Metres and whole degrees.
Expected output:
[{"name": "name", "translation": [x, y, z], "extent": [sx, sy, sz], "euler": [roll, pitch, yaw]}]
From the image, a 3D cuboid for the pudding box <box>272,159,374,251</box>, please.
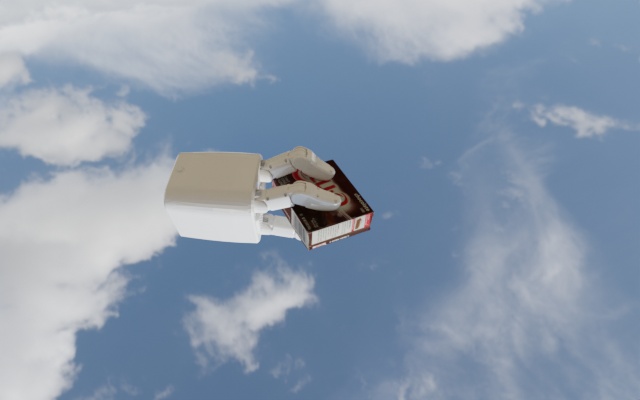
[{"name": "pudding box", "translation": [0.000, 0.002, 0.602], "extent": [0.090, 0.039, 0.113], "euler": [-17, 50, -21]}]
